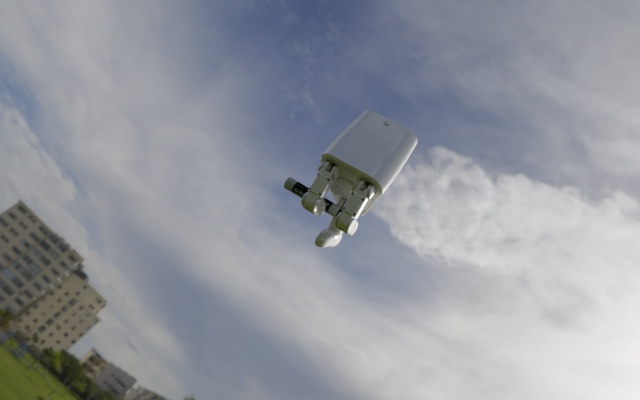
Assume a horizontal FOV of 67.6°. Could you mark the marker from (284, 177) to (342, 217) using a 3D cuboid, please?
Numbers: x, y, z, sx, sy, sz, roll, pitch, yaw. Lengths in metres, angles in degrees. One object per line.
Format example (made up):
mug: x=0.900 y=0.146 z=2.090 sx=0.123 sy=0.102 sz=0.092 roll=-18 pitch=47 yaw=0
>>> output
marker: x=0.000 y=0.002 z=0.689 sx=0.121 sy=0.020 sz=0.020 roll=30 pitch=11 yaw=19
